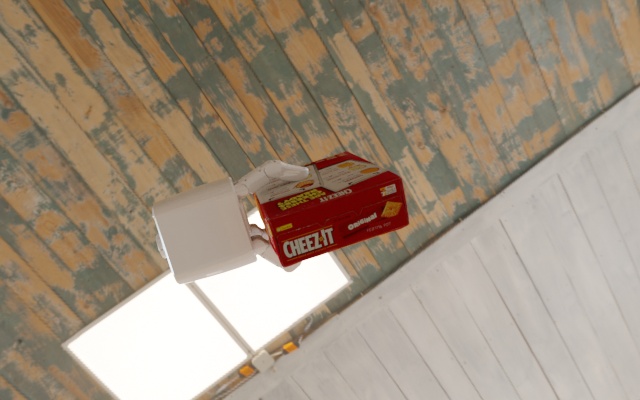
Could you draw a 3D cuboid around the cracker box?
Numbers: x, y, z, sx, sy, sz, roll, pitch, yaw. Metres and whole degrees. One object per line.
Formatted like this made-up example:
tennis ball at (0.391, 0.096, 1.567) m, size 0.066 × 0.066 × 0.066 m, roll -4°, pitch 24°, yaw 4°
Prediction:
cracker box at (0.000, 0.002, 0.644) m, size 0.164 × 0.072 × 0.213 m, roll -18°, pitch 18°, yaw -9°
